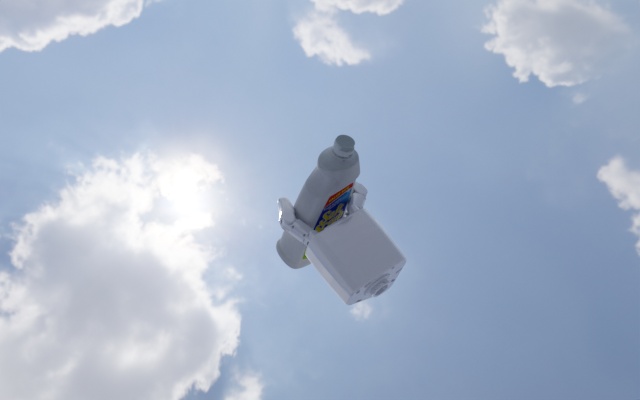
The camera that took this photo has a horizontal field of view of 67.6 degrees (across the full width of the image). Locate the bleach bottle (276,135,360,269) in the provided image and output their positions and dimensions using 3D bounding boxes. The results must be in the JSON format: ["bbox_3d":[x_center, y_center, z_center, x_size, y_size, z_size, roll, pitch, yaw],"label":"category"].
[{"bbox_3d":[0.000,0.002,0.760,0.102,0.068,0.251,-21,-33,-33],"label":"bleach bottle"}]
